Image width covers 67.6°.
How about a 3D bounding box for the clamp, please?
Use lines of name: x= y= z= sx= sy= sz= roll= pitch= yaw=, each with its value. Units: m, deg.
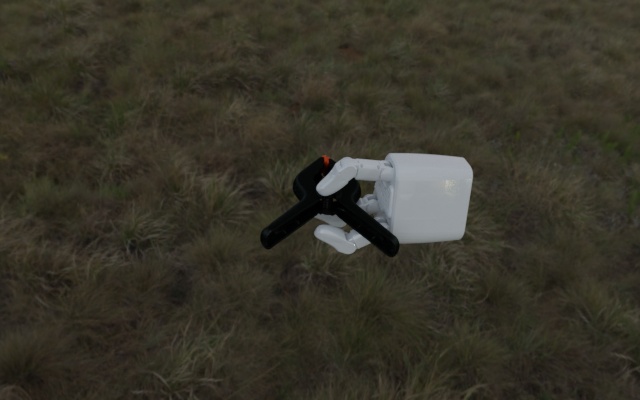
clamp: x=0.000 y=0.001 z=0.632 sx=0.164 sy=0.036 sz=0.209 roll=1 pitch=34 yaw=-11
